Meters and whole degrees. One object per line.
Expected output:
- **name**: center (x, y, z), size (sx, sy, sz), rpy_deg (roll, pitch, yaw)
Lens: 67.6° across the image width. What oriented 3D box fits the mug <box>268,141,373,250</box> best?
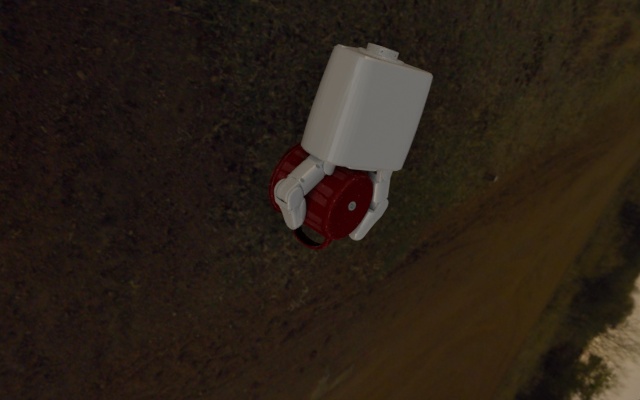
- **mug**: center (0.000, 0.003, 0.531), size (0.081, 0.117, 0.093), rpy_deg (31, 25, 32)
